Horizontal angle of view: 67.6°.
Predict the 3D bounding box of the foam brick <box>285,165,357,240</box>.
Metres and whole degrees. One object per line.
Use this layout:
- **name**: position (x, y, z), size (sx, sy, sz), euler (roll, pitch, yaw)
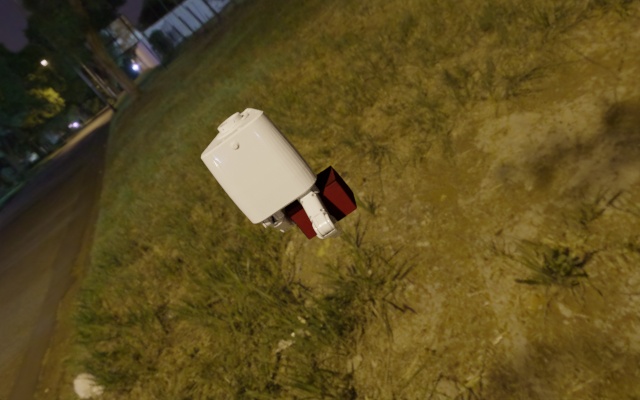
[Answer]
- **foam brick**: position (0.000, 0.002, 0.618), size (0.078, 0.051, 0.053), euler (-34, 22, 10)
